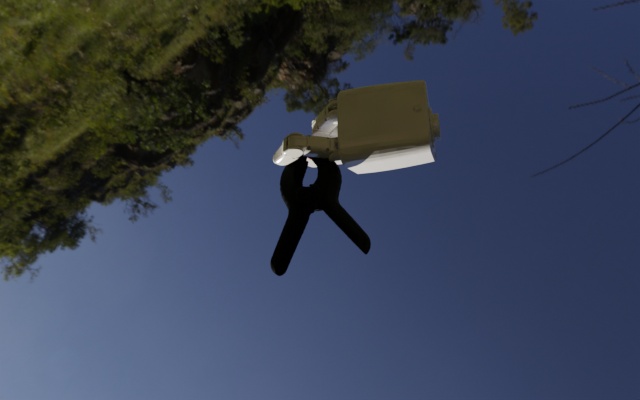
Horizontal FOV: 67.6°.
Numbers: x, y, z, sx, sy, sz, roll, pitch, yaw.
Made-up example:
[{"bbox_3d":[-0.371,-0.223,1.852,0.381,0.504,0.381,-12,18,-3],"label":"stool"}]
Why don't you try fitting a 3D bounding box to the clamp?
[{"bbox_3d":[0.000,0.002,0.569,0.120,0.171,0.039,-6,-22,15],"label":"clamp"}]
